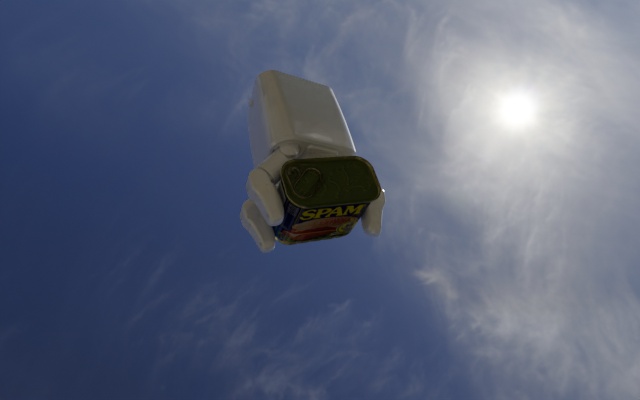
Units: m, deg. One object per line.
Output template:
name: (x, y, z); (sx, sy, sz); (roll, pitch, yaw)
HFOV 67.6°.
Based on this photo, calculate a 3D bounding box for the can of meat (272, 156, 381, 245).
can of meat: (0.000, 0.002, 0.506); (0.102, 0.057, 0.084); (-6, -30, -23)
